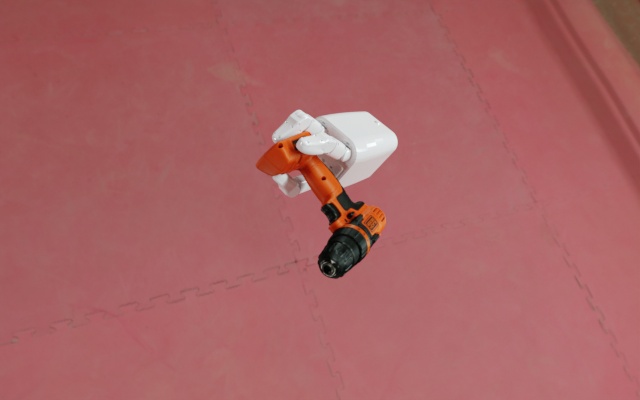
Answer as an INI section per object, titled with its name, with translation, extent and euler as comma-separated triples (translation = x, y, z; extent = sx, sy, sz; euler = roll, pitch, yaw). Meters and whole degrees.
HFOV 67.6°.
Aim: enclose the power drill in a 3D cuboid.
[power drill]
translation = 0.000, 0.002, 0.639
extent = 0.057, 0.187, 0.184
euler = -39, -1, 28
